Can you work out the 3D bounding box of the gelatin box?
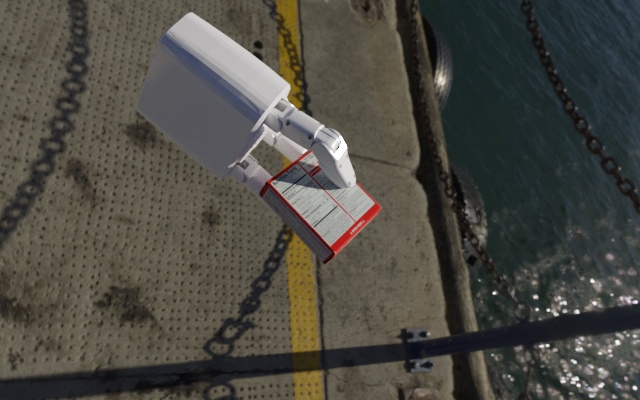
[{"bbox_3d":[0.000,0.001,0.439,0.073,0.089,0.030,-41,-6,-35],"label":"gelatin box"}]
